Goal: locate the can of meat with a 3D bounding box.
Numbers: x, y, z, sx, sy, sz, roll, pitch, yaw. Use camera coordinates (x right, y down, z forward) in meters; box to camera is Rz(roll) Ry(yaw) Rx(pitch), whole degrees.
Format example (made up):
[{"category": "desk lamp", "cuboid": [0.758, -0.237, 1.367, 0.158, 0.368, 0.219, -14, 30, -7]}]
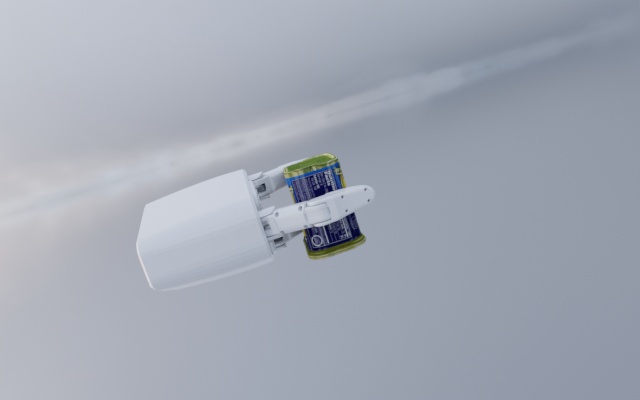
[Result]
[{"category": "can of meat", "cuboid": [0.000, 0.001, 0.470, 0.057, 0.084, 0.102, -18, 9, -3]}]
